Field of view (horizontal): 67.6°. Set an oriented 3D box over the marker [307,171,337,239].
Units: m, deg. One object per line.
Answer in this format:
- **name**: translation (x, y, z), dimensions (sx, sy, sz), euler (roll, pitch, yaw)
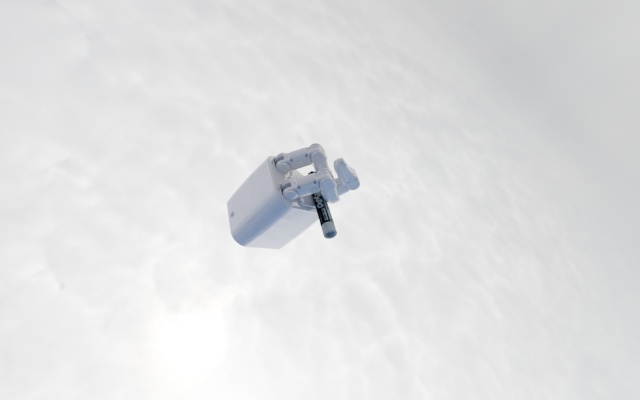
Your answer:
- **marker**: translation (0.000, 0.002, 0.669), dimensions (0.020, 0.121, 0.020), euler (-9, -42, -8)
